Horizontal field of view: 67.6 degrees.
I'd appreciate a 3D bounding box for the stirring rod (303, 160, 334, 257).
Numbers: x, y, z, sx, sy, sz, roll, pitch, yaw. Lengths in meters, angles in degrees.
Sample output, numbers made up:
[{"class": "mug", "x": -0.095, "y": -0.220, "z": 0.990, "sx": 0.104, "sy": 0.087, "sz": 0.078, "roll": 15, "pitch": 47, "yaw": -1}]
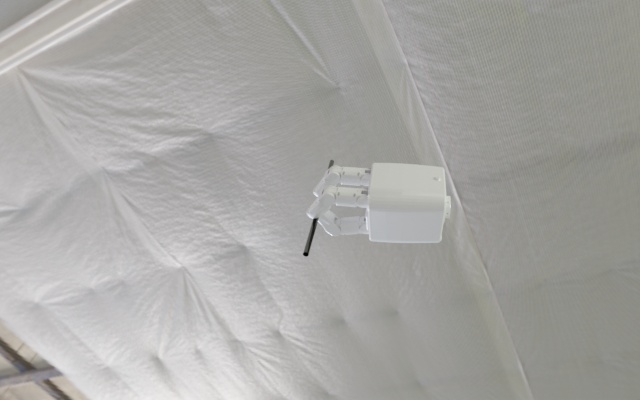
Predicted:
[{"class": "stirring rod", "x": 0.000, "y": 0.003, "z": 0.736, "sx": 0.011, "sy": 0.011, "sz": 0.239, "roll": 0, "pitch": 36, "yaw": 12}]
